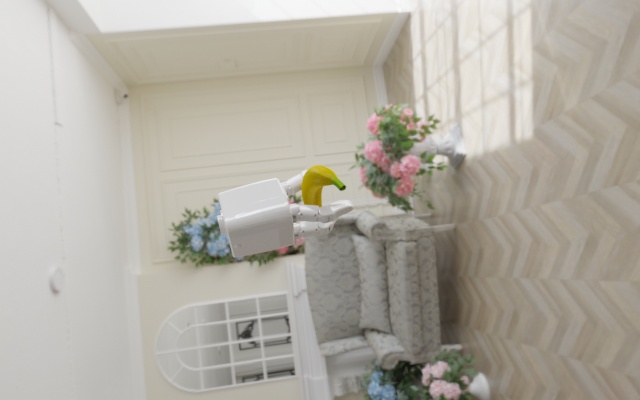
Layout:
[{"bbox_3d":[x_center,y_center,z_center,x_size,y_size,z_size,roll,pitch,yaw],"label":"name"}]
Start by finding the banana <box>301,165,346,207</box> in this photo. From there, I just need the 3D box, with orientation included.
[{"bbox_3d":[-0.007,-0.015,0.807,0.037,0.069,0.198,-21,-11,-16],"label":"banana"}]
